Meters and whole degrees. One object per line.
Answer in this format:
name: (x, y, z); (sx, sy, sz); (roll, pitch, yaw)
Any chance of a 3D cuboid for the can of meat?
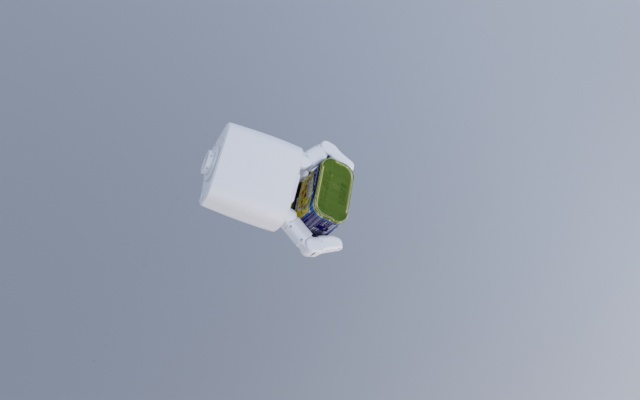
can of meat: (0.000, 0.002, 0.664); (0.057, 0.102, 0.084); (23, -35, -19)
